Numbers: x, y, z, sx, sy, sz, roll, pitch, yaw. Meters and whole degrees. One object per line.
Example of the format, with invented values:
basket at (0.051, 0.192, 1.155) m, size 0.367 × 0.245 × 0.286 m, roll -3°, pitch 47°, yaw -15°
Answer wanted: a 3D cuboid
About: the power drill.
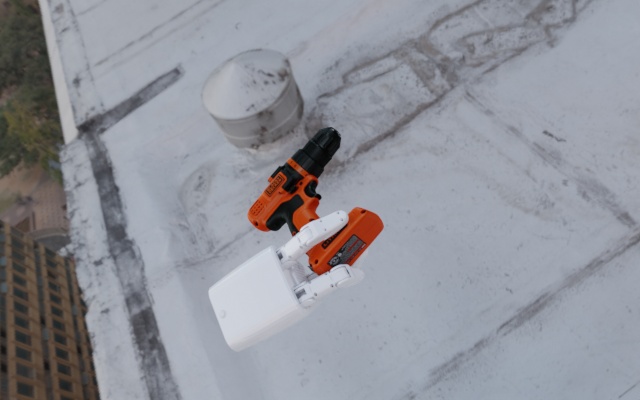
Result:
power drill at (0.000, 0.003, 0.653) m, size 0.057 × 0.184 × 0.187 m, roll 36°, pitch 6°, yaw -46°
